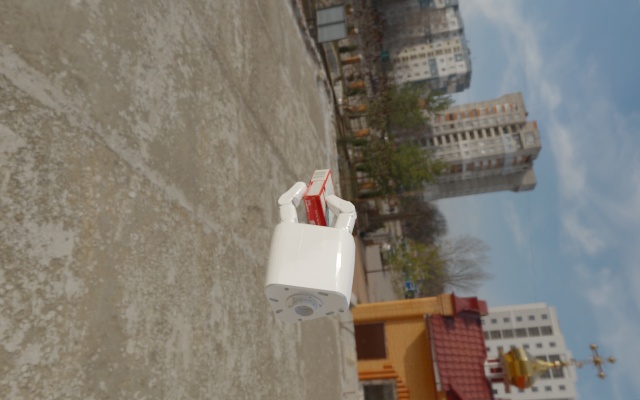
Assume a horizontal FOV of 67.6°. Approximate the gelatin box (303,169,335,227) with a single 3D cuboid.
[{"bbox_3d":[0.001,0.002,0.763,0.030,0.073,0.089,-3,31,16],"label":"gelatin box"}]
